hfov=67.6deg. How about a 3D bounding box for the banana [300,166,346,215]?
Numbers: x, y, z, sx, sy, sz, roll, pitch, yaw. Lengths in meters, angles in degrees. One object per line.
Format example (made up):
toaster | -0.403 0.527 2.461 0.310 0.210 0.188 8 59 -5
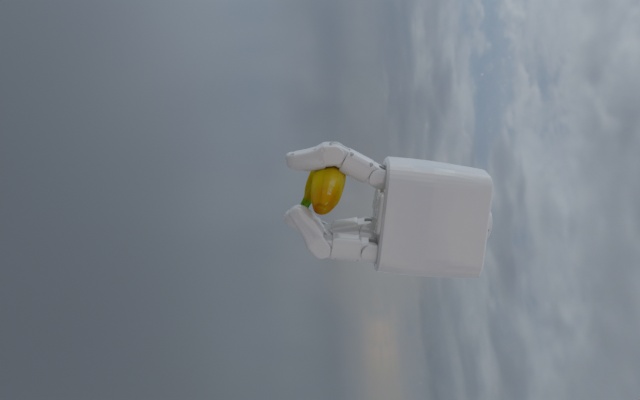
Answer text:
banana | 0.005 -0.016 0.535 0.037 0.069 0.198 16 -3 -5
